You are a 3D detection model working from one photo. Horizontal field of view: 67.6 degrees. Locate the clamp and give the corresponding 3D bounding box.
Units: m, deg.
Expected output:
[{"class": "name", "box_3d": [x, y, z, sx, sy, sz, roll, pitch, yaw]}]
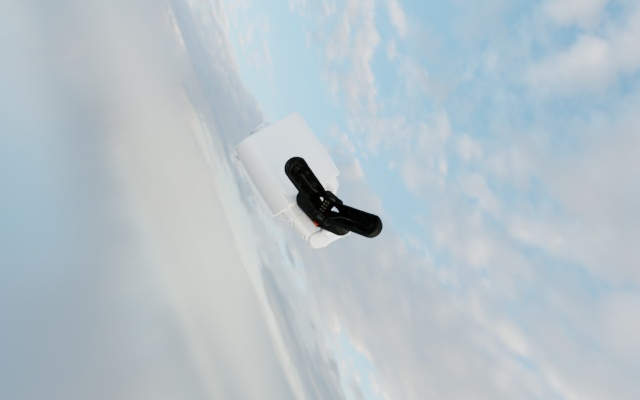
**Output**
[{"class": "clamp", "box_3d": [0.001, 0.001, 0.556, 0.039, 0.120, 0.171, -46, 5, -14]}]
